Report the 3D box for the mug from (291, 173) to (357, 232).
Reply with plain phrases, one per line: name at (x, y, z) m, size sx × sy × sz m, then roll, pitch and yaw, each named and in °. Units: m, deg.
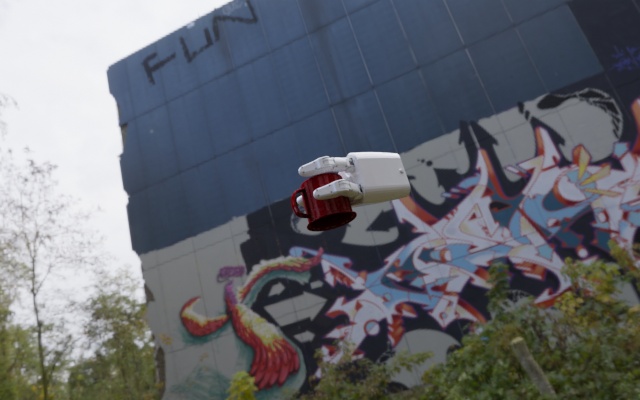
mug at (-0.001, 0.003, 0.861) m, size 0.117 × 0.081 × 0.093 m, roll -4°, pitch -22°, yaw -28°
